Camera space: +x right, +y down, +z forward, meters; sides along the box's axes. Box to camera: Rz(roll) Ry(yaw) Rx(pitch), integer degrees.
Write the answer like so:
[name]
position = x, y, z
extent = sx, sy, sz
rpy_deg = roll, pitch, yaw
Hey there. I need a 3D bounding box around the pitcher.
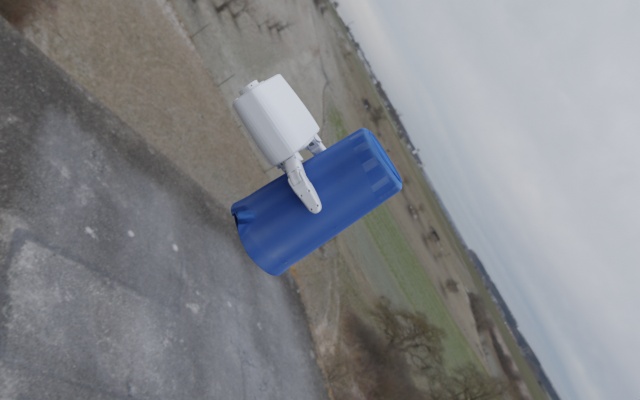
[pitcher]
position = 0.000, 0.002, 0.729
extent = 0.243, 0.145, 0.149
rpy_deg = -32, 13, 13
